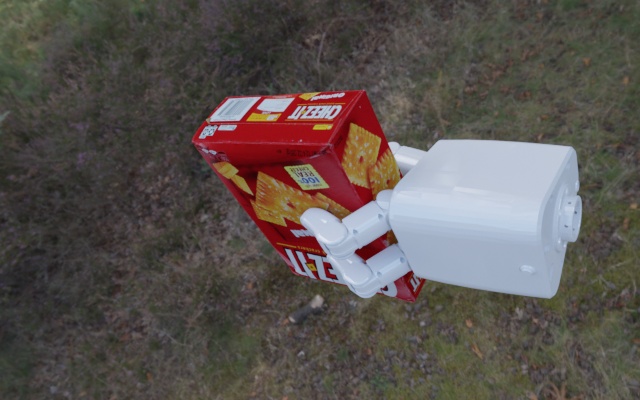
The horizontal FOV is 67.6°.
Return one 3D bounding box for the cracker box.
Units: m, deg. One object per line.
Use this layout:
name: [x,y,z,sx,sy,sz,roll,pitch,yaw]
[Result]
cracker box: [0.000,0.001,0.458,0.164,0.072,0.214,7,-38,38]
